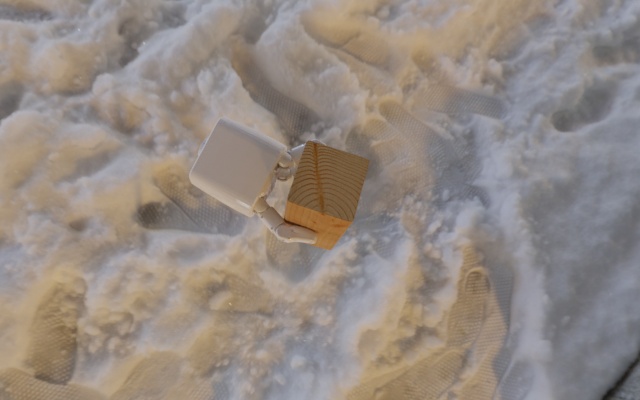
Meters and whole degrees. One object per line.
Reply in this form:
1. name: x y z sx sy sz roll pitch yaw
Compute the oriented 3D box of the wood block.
1. wood block: 0.000 0.002 0.708 0.090 0.090 0.206 18 -17 -1
